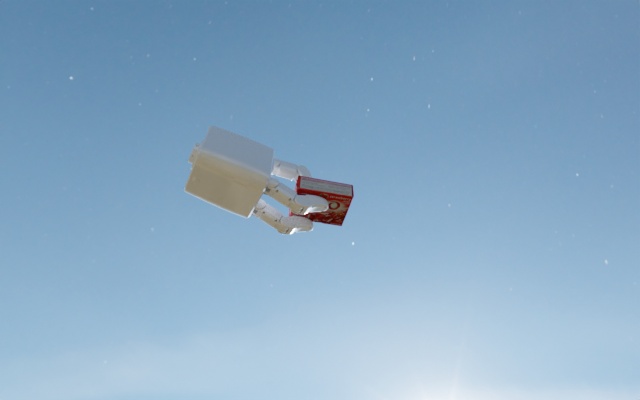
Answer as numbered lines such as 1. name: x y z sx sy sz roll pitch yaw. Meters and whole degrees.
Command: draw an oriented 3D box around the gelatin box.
1. gelatin box: 0.000 0.002 0.748 0.089 0.030 0.073 9 -43 -9
